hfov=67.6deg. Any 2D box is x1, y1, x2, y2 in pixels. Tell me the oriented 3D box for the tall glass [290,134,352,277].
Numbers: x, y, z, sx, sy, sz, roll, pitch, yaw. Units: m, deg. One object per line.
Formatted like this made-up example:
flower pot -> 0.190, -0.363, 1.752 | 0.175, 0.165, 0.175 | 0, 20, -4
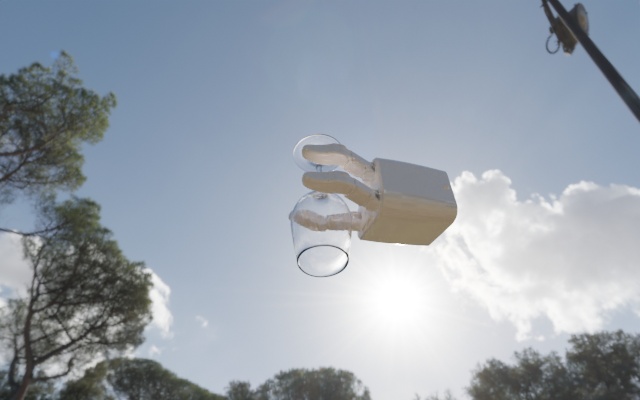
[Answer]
tall glass -> 0.000, 0.002, 0.630 | 0.079, 0.079, 0.200 | -1, 45, -1
